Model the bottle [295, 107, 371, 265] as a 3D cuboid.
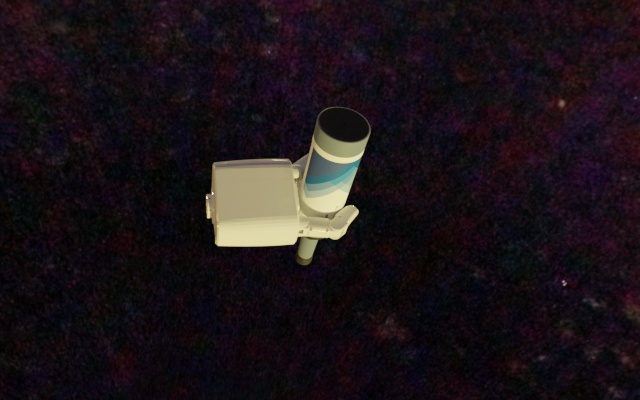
[{"bbox_3d":[0.000,0.002,0.685,0.069,0.069,0.296,0,-40,-15],"label":"bottle"}]
